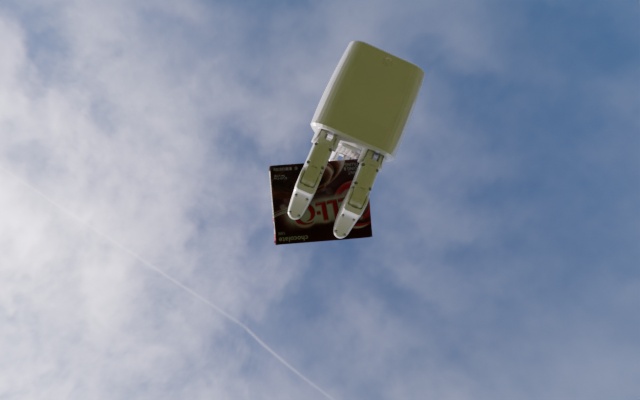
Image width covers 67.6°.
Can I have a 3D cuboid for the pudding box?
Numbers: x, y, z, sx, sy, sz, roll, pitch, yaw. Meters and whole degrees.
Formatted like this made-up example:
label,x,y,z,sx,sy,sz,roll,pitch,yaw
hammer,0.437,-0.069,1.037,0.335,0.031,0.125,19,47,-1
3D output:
label,x,y,z,sx,sy,sz,roll,pitch,yaw
pudding box,0.000,0.002,0.549,0.113,0.090,0.039,-5,-2,-4
